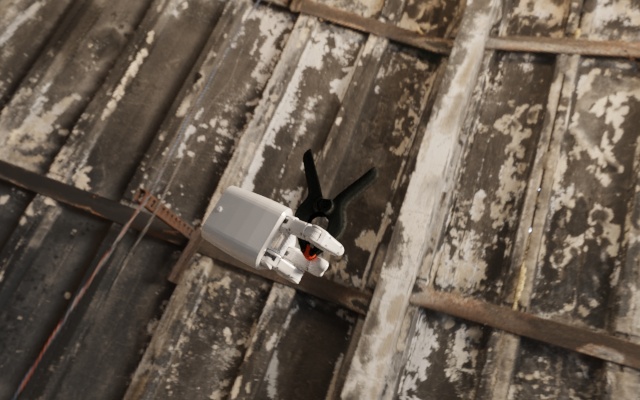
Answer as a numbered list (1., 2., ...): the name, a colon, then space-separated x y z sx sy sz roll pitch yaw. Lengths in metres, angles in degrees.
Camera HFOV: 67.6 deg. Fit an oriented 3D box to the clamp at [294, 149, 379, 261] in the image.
1. clamp: 0.000 0.003 0.717 0.120 0.171 0.039 24 -17 21
